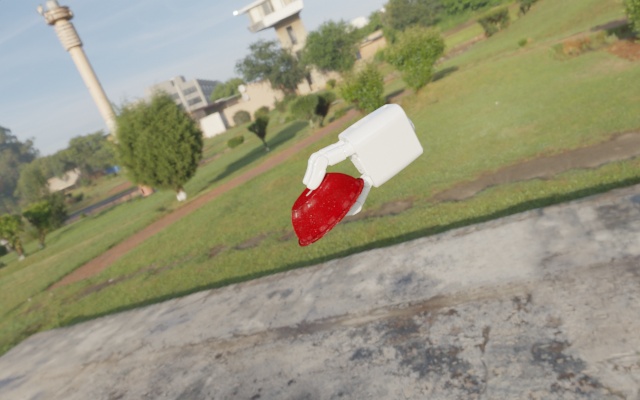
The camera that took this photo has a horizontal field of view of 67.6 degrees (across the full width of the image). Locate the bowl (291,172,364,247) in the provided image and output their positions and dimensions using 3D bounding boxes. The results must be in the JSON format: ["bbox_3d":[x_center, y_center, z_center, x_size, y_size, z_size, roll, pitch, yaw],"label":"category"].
[{"bbox_3d":[-0.001,0.003,0.832,0.055,0.162,0.162,43,-12,-13],"label":"bowl"}]
